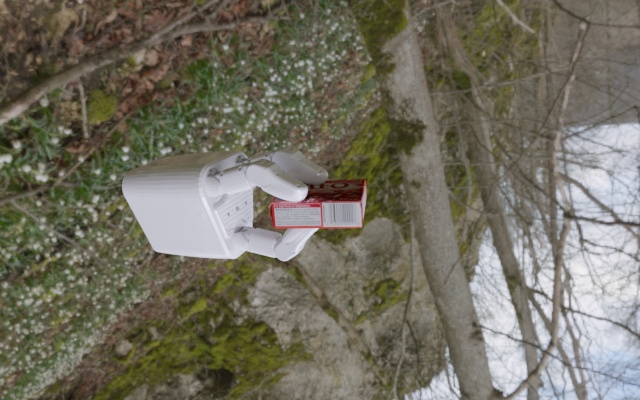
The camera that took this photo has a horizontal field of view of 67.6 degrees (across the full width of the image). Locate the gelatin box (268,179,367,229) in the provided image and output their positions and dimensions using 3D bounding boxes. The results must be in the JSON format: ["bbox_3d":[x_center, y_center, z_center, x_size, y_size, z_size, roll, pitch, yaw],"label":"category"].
[{"bbox_3d":[0.000,0.002,0.480,0.089,0.030,0.073,-1,18,9],"label":"gelatin box"}]
